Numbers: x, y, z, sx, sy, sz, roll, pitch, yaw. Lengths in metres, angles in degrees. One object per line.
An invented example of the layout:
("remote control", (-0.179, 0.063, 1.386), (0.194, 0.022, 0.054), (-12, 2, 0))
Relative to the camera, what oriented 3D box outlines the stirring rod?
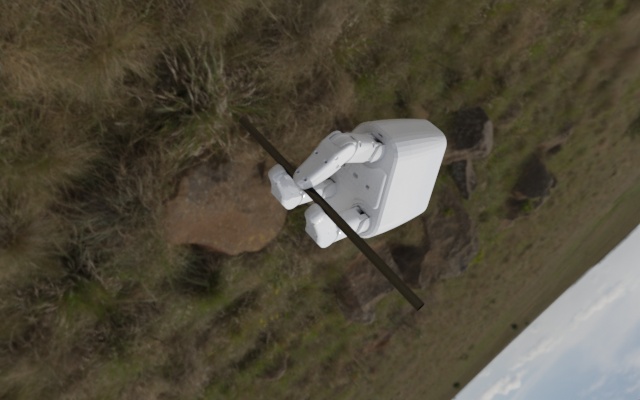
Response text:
("stirring rod", (0.000, 0.001, 0.409), (0.239, 0.011, 0.011), (46, 24, 25))
